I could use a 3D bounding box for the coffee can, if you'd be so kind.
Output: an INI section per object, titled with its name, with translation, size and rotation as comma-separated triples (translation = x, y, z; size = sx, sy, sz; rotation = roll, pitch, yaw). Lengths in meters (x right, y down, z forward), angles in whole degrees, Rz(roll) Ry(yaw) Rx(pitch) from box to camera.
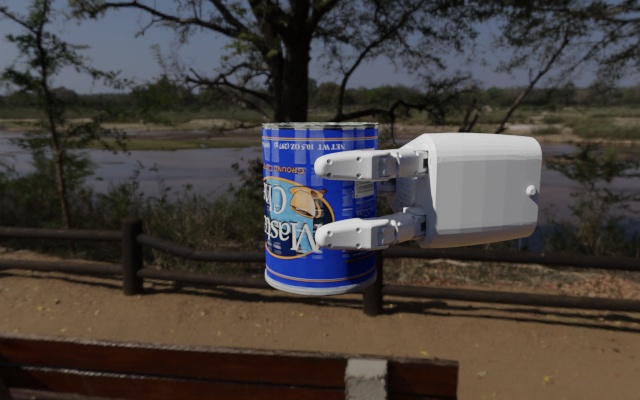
[coffee can]
translation = 0.000, 0.002, 0.429
size = 0.103, 0.140, 0.103
rotation = 0, 10, 0
